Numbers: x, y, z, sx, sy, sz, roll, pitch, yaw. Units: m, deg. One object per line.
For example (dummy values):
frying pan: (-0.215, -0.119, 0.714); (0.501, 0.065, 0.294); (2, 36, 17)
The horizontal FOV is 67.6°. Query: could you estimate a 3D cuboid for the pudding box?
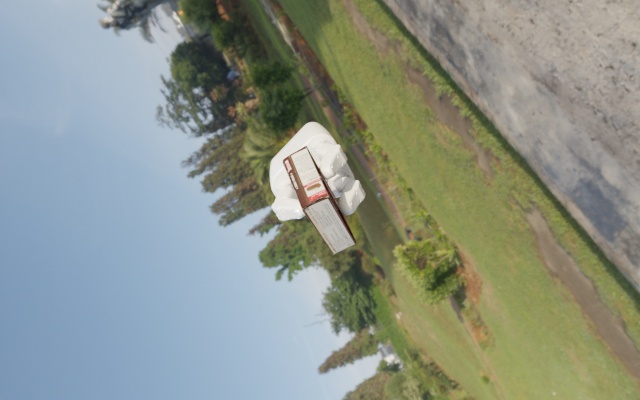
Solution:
pudding box: (0.000, 0.002, 0.591); (0.039, 0.090, 0.114); (-29, -40, 5)
